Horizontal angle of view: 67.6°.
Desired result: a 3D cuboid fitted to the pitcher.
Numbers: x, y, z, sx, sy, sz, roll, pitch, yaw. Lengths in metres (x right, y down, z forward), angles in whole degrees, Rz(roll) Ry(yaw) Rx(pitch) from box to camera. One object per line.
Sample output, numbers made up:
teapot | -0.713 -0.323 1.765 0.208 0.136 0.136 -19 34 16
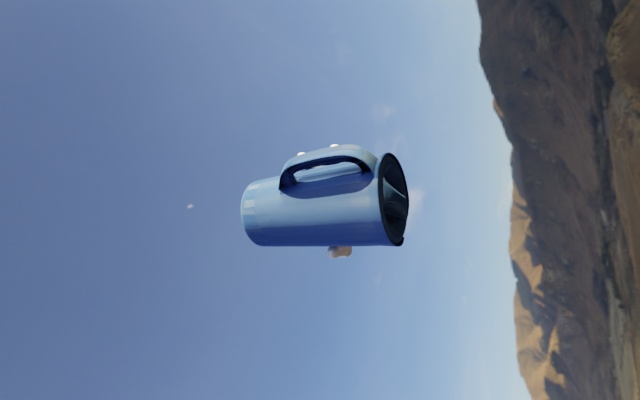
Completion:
pitcher | 0.000 0.002 0.716 0.243 0.149 0.145 -6 2 27
